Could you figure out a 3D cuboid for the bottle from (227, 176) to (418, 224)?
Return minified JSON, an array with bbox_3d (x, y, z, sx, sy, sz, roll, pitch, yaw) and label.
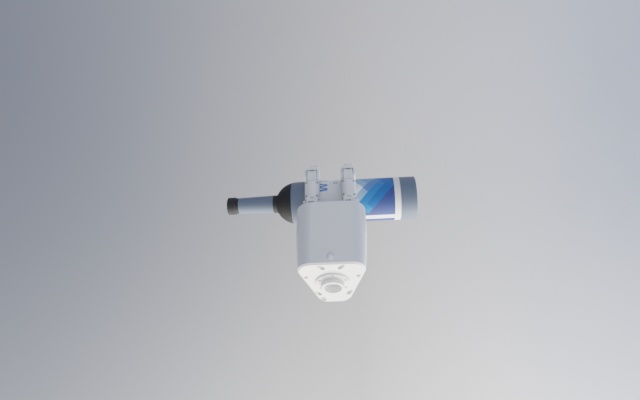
[{"bbox_3d":[0.000,0.002,0.754,0.296,0.069,0.069,-3,0,4],"label":"bottle"}]
